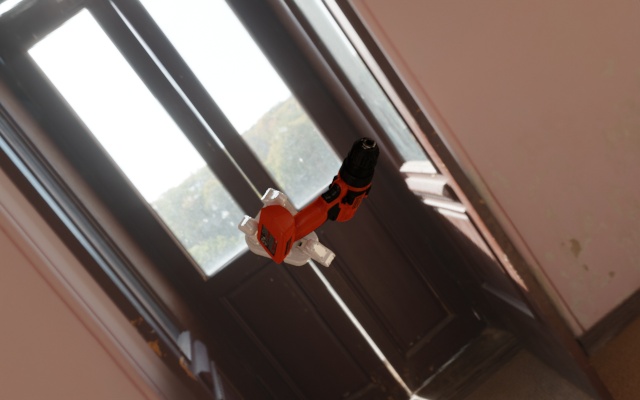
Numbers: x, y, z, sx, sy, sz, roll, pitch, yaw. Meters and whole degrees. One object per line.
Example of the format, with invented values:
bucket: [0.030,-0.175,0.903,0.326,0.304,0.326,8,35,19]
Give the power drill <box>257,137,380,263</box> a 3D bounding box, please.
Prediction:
power drill: [0.000,0.003,0.698,0.187,0.057,0.185,-30,-24,-28]
